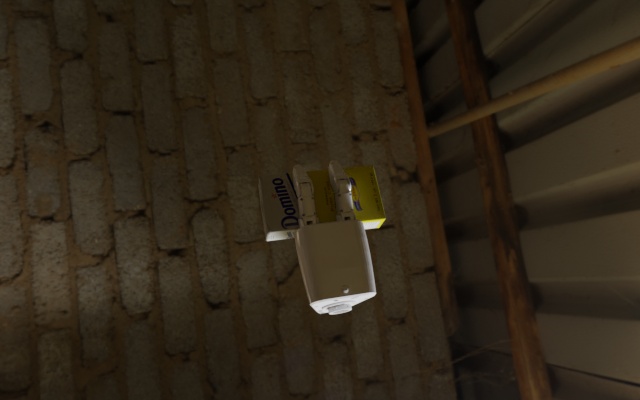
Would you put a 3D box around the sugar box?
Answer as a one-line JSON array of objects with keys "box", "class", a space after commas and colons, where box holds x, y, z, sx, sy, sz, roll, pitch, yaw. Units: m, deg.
[{"box": [0.000, 0.002, 0.714, 0.176, 0.093, 0.048, -6, -22, -13], "class": "sugar box"}]
